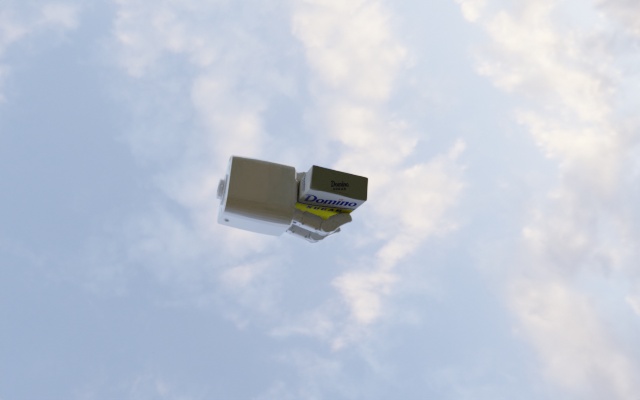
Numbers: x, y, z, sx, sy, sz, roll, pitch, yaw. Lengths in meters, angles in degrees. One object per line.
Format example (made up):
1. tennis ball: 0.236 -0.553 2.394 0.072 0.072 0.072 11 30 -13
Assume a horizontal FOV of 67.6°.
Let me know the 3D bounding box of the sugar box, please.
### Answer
1. sugar box: 0.000 0.003 0.777 0.093 0.048 0.176 12 -20 -16
